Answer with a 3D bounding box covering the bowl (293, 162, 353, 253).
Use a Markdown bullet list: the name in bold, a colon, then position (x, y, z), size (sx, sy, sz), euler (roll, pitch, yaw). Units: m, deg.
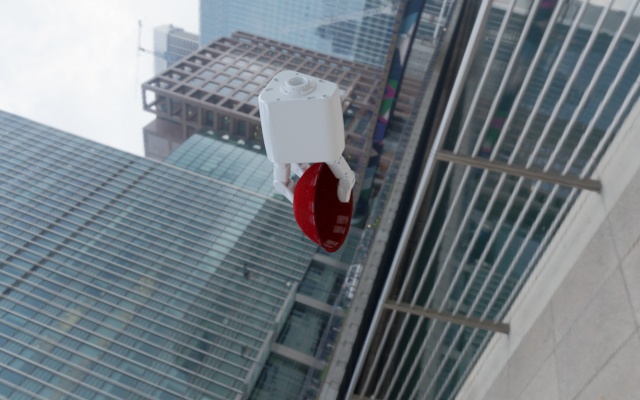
- **bowl**: position (0.000, 0.004, 0.782), size (0.055, 0.162, 0.162), euler (2, 1, 25)
